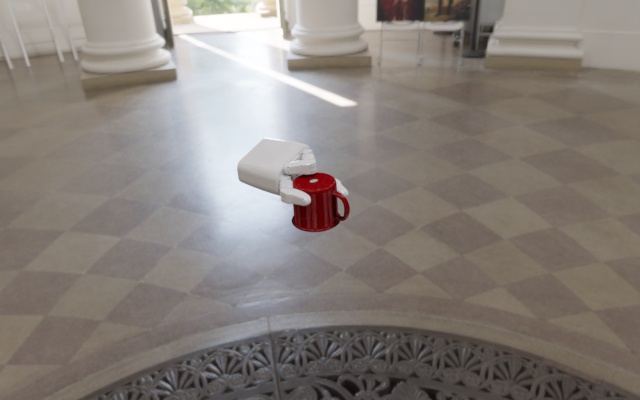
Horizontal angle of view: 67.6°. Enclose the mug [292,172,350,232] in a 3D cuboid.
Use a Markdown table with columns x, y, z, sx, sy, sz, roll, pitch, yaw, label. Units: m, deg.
| x | y | z | sx | sy | sz | roll | pitch | yaw | label |
| --- | --- | --- | --- | --- | --- | --- | --- | --- | --- |
| 0.001 | 0.003 | 0.871 | 0.117 | 0.081 | 0.093 | 16 | 33 | 31 | mug |
